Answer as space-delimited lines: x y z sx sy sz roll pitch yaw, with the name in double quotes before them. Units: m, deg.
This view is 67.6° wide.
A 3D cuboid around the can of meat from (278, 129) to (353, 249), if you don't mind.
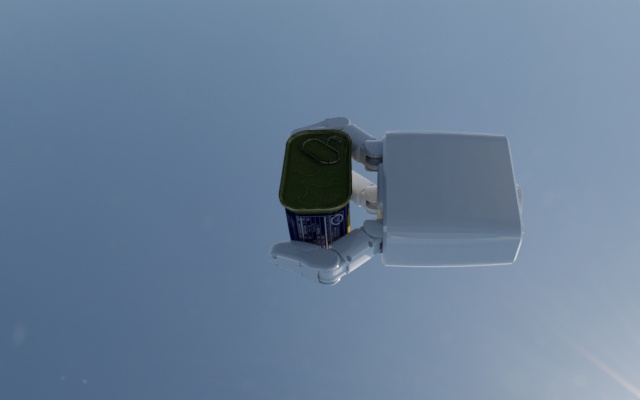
"can of meat" 0.000 0.002 0.418 0.057 0.084 0.102 -2 44 4
